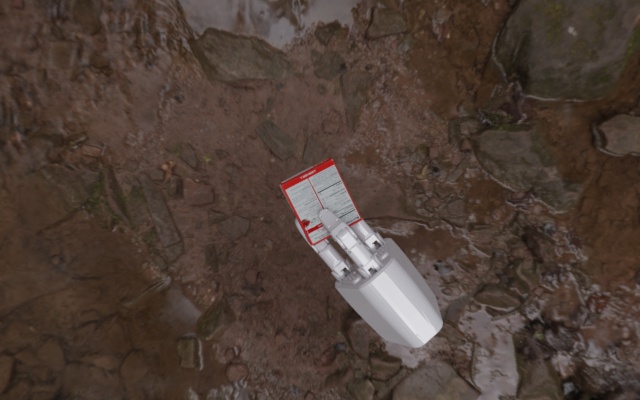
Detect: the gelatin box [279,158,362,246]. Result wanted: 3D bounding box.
[{"bbox_3d":[0.000,0.002,0.600,0.073,0.089,0.030,-28,10,-5],"label":"gelatin box"}]
